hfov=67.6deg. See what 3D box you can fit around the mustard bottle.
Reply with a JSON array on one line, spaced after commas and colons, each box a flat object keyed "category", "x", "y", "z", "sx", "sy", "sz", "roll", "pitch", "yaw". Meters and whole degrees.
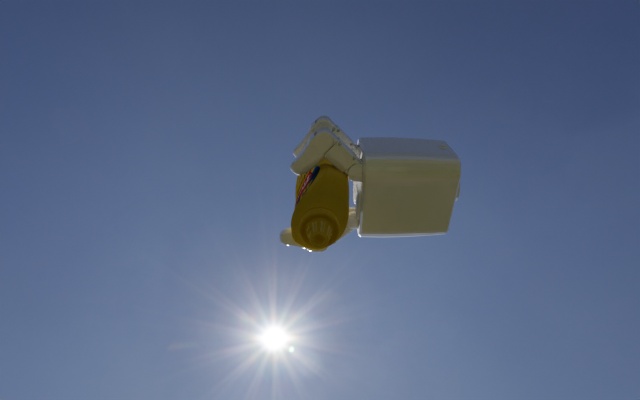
[{"category": "mustard bottle", "x": 0.000, "y": 0.002, "z": 0.545, "sx": 0.058, "sy": 0.096, "sz": 0.191, "roll": 23, "pitch": 21, "yaw": -9}]
